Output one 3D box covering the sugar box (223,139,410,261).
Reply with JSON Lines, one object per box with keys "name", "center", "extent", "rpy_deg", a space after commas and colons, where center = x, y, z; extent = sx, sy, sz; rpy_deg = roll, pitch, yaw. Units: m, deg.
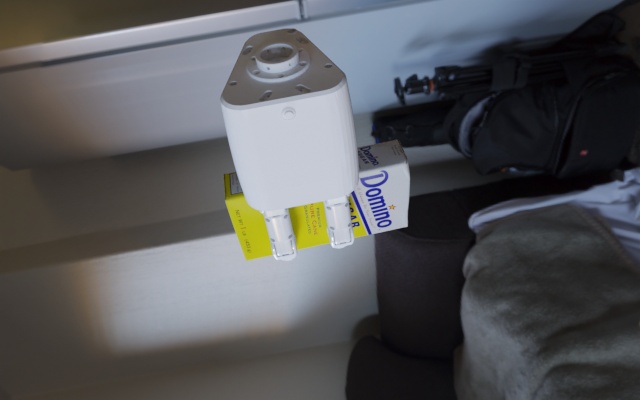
{"name": "sugar box", "center": [0.000, 0.002, 0.482], "extent": [0.176, 0.093, 0.048], "rpy_deg": [-11, 44, -1]}
